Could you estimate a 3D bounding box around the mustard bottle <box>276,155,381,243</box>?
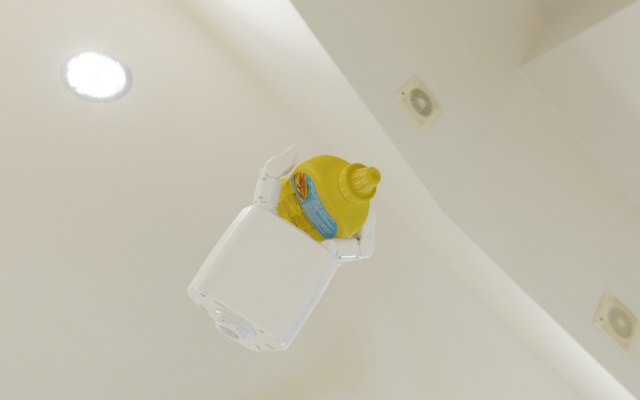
[{"bbox_3d":[0.000,0.002,0.535,0.058,0.096,0.192,-28,1,-37],"label":"mustard bottle"}]
